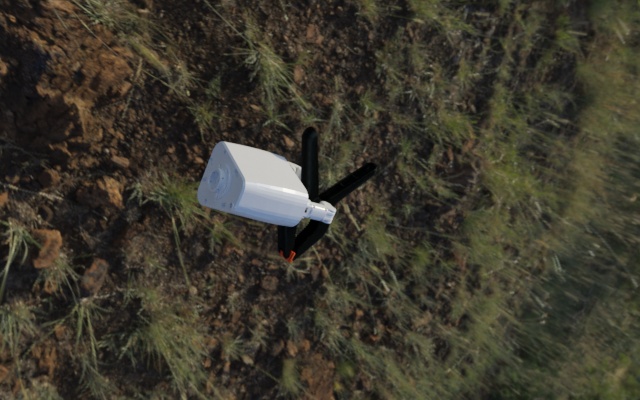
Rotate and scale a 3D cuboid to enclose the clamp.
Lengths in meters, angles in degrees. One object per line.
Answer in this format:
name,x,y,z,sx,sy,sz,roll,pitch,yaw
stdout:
clamp,0.000,0.003,0.757,0.164,0.210,0.036,15,14,-41
